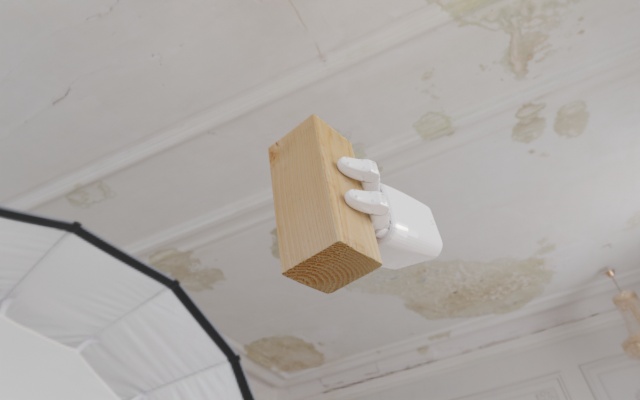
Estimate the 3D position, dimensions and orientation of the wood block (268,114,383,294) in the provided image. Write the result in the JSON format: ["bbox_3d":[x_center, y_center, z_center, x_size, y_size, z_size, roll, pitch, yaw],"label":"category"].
[{"bbox_3d":[0.000,0.002,0.624,0.091,0.206,0.090,-34,-43,26],"label":"wood block"}]
